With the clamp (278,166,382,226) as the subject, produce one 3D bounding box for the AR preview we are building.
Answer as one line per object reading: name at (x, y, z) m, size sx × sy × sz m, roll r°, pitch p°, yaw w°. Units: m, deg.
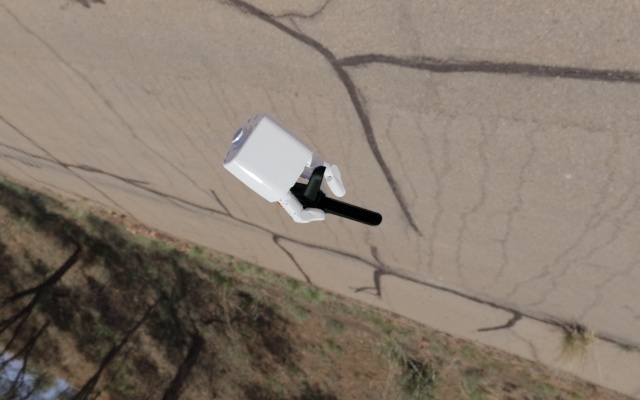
clamp at (-0.001, 0.003, 0.860) m, size 0.164 × 0.036 × 0.210 m, roll 37°, pitch -24°, yaw -26°
